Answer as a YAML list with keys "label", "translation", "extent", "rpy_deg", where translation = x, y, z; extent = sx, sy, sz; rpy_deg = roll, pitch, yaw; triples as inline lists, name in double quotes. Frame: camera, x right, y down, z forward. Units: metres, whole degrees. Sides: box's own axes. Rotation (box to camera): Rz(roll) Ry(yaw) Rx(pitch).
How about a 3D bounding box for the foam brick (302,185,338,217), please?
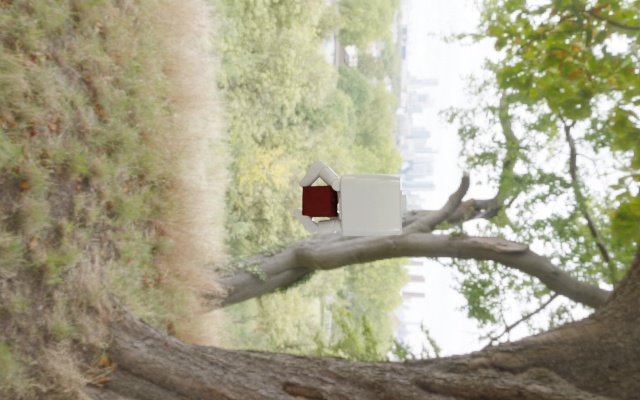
- label: "foam brick"
  translation: [0.000, 0.003, 0.856]
  extent: [0.051, 0.053, 0.078]
  rpy_deg: [-1, -4, 11]
